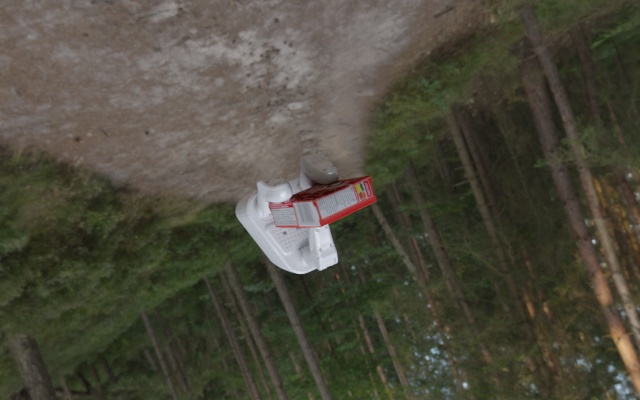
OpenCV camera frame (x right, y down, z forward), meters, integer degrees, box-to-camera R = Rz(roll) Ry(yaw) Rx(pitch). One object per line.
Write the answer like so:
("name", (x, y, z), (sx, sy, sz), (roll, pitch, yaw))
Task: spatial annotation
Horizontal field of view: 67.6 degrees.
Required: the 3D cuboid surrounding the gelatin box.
("gelatin box", (0.000, 0.002, 0.483), (0.073, 0.030, 0.089), (-23, 10, -32))
